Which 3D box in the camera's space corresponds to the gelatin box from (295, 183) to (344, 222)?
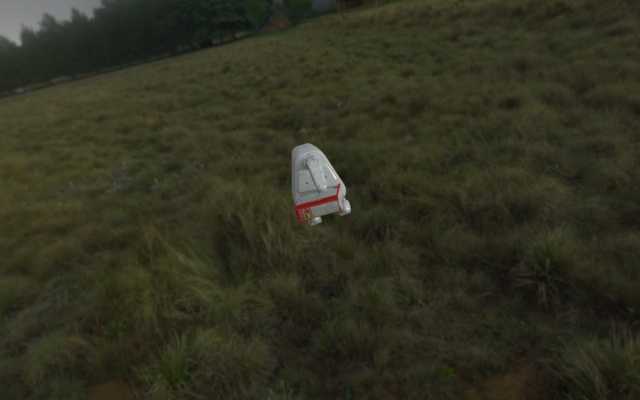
[{"bbox_3d":[0.000,0.002,0.797,0.073,0.030,0.089,-14,14,9],"label":"gelatin box"}]
